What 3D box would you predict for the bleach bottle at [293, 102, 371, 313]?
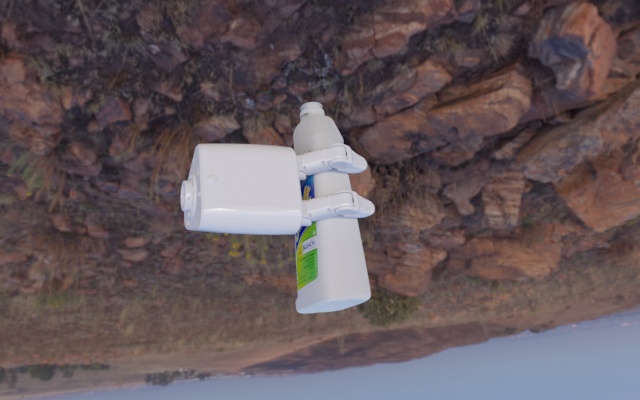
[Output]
[{"bbox_3d":[0.000,0.002,0.577,0.068,0.250,0.103,1,-21,-24],"label":"bleach bottle"}]
